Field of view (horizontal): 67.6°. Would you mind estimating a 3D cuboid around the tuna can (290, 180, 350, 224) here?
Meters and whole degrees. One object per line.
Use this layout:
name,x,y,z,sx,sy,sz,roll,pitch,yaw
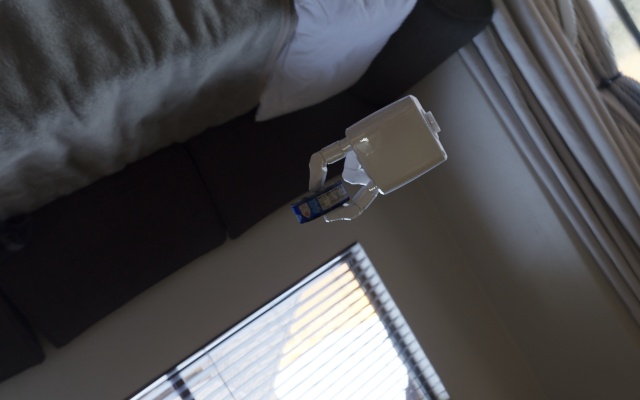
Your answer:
tuna can,0.000,0.003,0.714,0.086,0.034,0.086,-27,3,2
